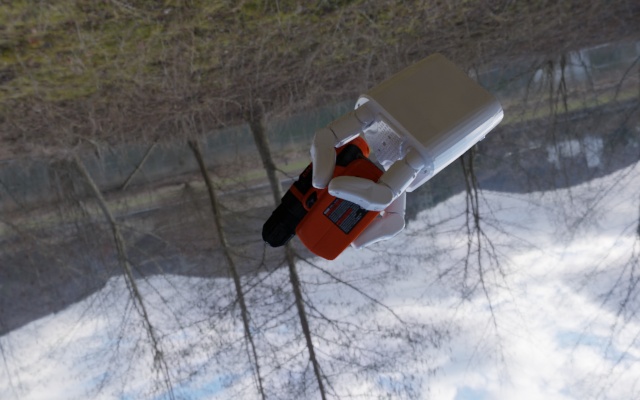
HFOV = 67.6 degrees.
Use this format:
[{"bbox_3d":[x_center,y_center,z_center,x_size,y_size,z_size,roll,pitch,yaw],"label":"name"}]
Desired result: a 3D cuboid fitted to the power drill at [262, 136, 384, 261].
[{"bbox_3d":[0.000,0.002,0.553,0.057,0.184,0.187,39,4,-16],"label":"power drill"}]
